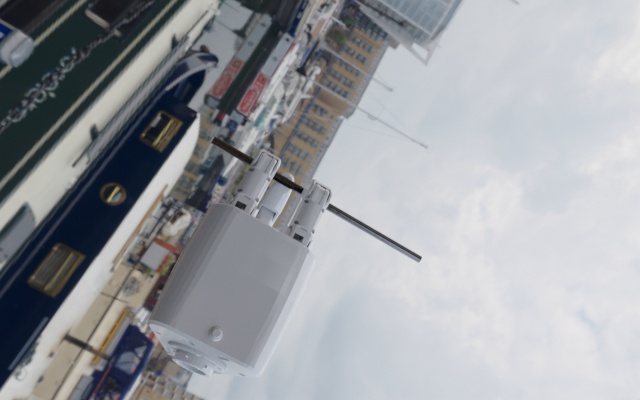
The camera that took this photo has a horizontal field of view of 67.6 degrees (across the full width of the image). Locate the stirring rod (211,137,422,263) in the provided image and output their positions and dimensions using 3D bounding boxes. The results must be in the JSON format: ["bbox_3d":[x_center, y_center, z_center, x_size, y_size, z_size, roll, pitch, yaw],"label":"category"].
[{"bbox_3d":[0.000,0.002,0.476,0.239,0.011,0.011,30,-5,-9],"label":"stirring rod"}]
